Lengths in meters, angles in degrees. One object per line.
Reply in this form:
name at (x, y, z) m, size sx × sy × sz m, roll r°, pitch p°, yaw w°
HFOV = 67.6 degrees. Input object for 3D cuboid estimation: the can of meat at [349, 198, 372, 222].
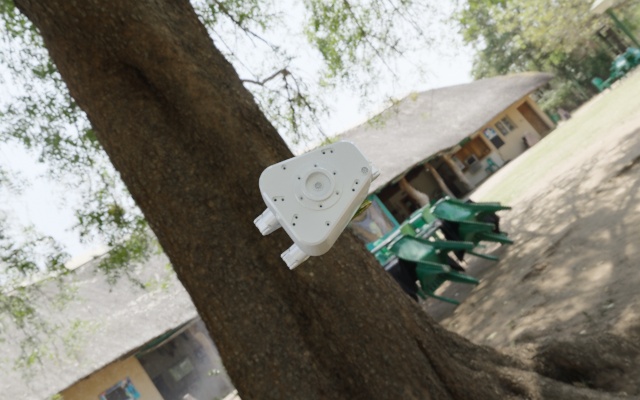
can of meat at (0.000, 0.002, 0.618) m, size 0.102 × 0.084 × 0.057 m, roll -37°, pitch -8°, yaw -3°
